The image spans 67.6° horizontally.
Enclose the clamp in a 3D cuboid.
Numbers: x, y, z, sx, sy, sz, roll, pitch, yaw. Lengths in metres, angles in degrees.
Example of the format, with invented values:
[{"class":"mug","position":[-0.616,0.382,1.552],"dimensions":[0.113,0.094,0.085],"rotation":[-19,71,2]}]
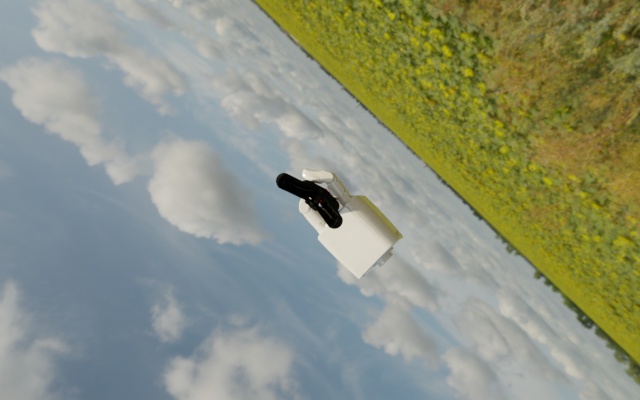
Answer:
[{"class":"clamp","position":[0.000,0.003,0.780],"dimensions":[0.120,0.039,0.171],"rotation":[45,12,12]}]
